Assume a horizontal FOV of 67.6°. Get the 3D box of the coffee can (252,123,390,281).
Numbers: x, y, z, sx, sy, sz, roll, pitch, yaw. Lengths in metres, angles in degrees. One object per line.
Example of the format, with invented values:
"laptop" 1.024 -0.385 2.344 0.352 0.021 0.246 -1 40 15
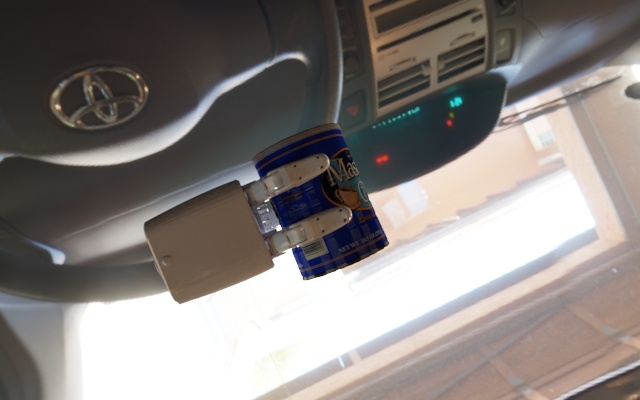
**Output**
"coffee can" 0.000 0.001 0.517 0.103 0.140 0.103 -23 -2 -1
